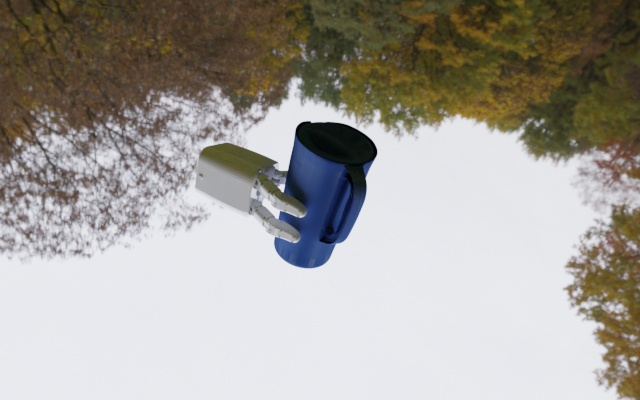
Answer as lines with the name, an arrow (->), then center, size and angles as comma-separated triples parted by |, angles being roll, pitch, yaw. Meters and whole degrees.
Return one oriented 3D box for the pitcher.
pitcher -> 0.000, 0.002, 0.795 | 0.145, 0.243, 0.149 | 23, 35, 8
